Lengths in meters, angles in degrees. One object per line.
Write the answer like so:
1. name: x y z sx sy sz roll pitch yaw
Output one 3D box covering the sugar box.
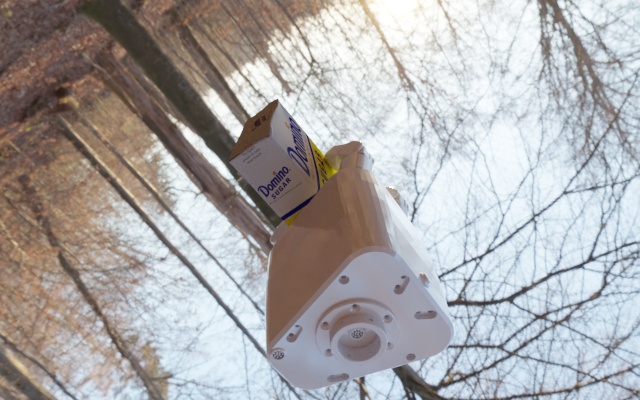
1. sugar box: 0.001 0.001 0.416 0.048 0.176 0.093 -32 24 15
